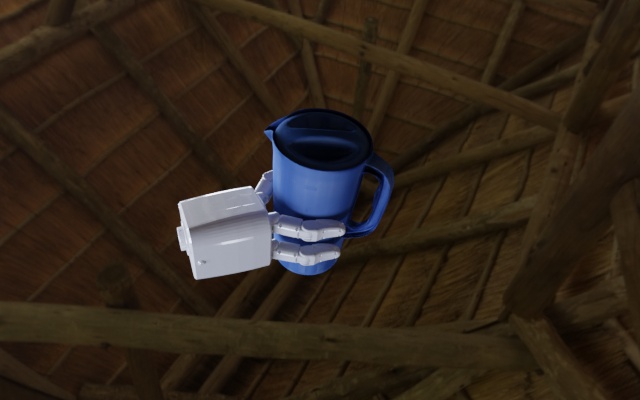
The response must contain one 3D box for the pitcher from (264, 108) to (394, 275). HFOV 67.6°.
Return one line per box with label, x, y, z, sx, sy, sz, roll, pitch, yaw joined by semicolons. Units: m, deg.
pitcher;0.000;0.002;0.698;0.145;0.243;0.149;-13;48;-20
